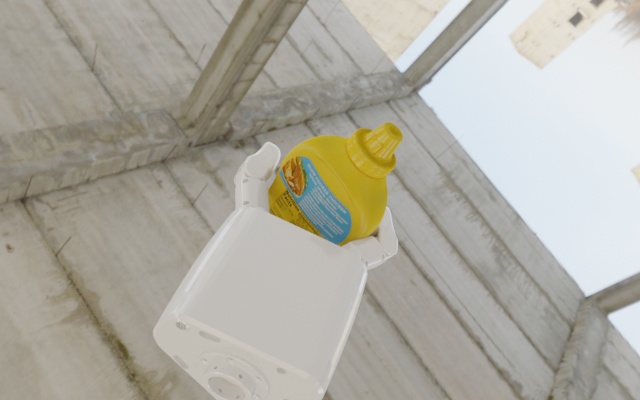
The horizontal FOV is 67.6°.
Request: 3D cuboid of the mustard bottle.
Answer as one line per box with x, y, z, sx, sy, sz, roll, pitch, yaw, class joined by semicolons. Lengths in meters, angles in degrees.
0.000;0.001;0.409;0.058;0.096;0.192;-24;-16;-49;mustard bottle
